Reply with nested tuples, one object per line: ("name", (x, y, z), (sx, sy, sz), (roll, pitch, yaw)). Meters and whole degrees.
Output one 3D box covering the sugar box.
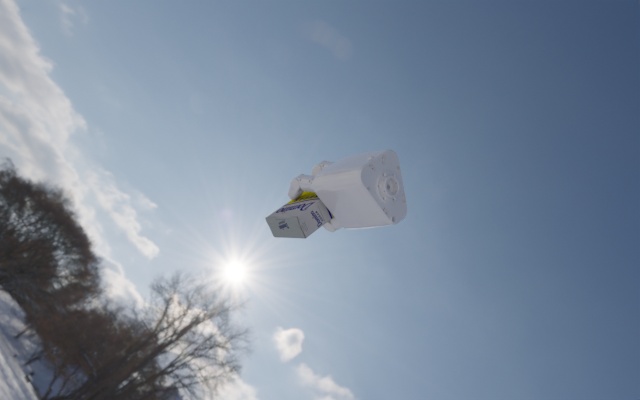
("sugar box", (0.000, 0.002, 0.819), (0.176, 0.048, 0.093), (-33, 18, -36))
